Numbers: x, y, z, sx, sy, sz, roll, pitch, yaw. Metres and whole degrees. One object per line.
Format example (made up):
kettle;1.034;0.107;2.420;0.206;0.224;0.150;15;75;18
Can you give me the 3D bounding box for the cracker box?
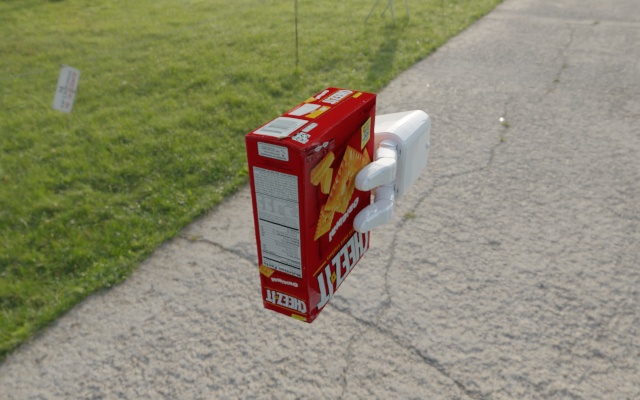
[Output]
cracker box;0.000;0.002;0.534;0.072;0.214;0.164;15;34;26
